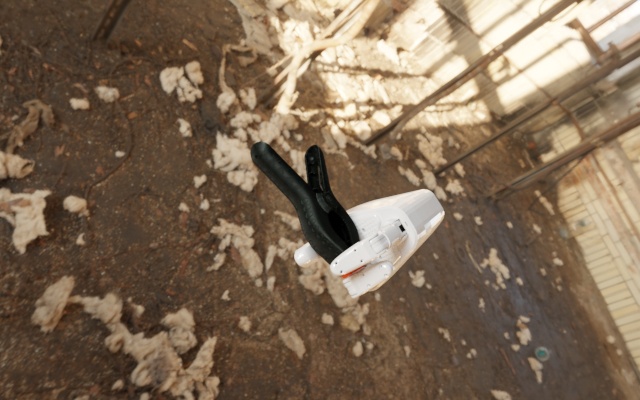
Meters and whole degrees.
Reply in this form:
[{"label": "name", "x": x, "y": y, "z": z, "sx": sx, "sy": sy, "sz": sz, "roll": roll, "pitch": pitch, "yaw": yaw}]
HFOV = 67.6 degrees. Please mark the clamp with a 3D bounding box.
[{"label": "clamp", "x": 0.001, "y": 0.002, "z": 0.538, "sx": 0.039, "sy": 0.171, "sz": 0.120, "roll": -35, "pitch": -6, "yaw": 36}]
